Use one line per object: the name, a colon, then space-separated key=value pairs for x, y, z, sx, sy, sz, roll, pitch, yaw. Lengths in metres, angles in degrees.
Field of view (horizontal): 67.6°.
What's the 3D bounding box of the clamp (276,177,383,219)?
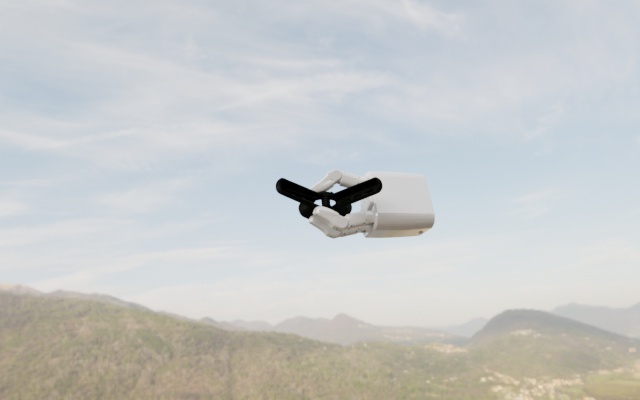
clamp: x=0.000 y=0.002 z=0.816 sx=0.164 sy=0.036 sz=0.210 roll=3 pitch=-18 yaw=-9
